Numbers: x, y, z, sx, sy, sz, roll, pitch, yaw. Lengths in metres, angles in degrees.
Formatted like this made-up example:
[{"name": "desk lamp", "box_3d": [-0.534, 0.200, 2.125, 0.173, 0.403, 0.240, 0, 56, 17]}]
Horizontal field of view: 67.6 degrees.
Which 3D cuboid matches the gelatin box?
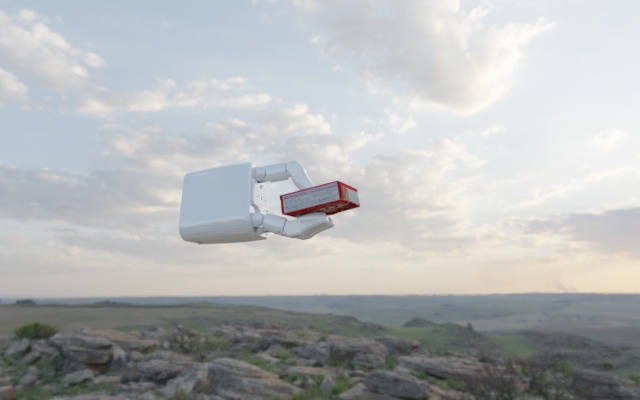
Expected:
[{"name": "gelatin box", "box_3d": [0.000, 0.002, 0.650, 0.089, 0.030, 0.073, -15, -14, 21]}]
